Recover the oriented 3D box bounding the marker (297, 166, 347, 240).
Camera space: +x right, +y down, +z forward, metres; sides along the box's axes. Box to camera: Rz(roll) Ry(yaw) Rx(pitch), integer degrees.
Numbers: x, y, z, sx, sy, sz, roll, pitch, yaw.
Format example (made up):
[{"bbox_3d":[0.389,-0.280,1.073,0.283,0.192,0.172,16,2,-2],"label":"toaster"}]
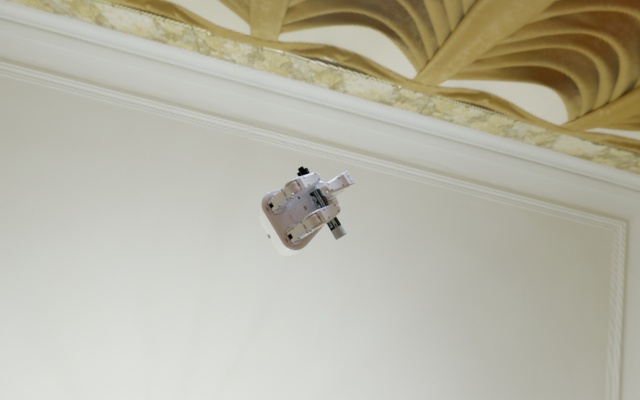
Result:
[{"bbox_3d":[0.000,0.002,0.709,0.020,0.121,0.020,-31,-6,-4],"label":"marker"}]
